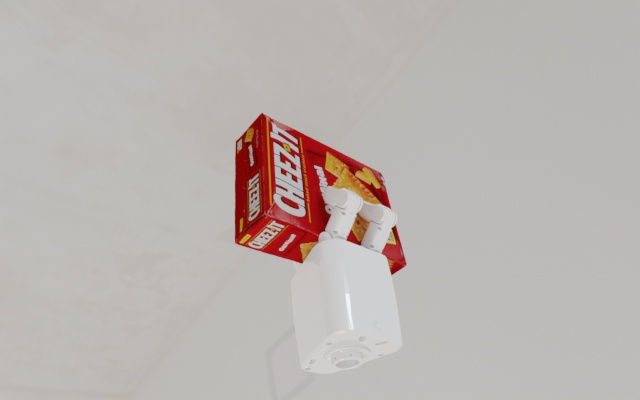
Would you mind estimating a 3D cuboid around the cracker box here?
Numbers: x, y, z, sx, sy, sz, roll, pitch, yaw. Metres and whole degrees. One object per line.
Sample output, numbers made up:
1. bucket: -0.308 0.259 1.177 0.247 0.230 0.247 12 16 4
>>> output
1. cracker box: 0.000 0.002 0.609 0.214 0.164 0.072 23 -48 -33
